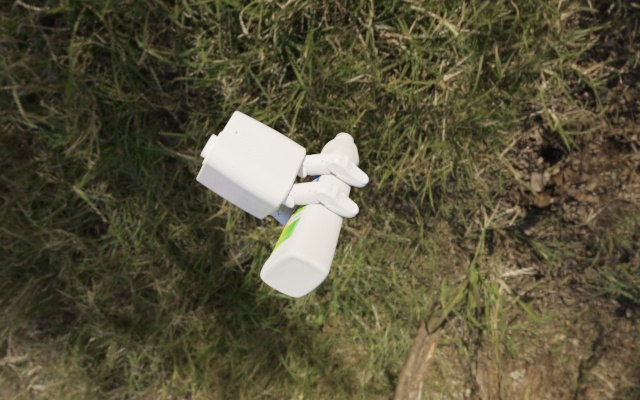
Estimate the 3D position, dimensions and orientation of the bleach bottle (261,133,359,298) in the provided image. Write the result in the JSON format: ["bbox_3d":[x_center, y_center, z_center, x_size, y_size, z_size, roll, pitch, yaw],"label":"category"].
[{"bbox_3d":[0.000,0.002,0.657,0.068,0.250,0.103,31,-41,-13],"label":"bleach bottle"}]
